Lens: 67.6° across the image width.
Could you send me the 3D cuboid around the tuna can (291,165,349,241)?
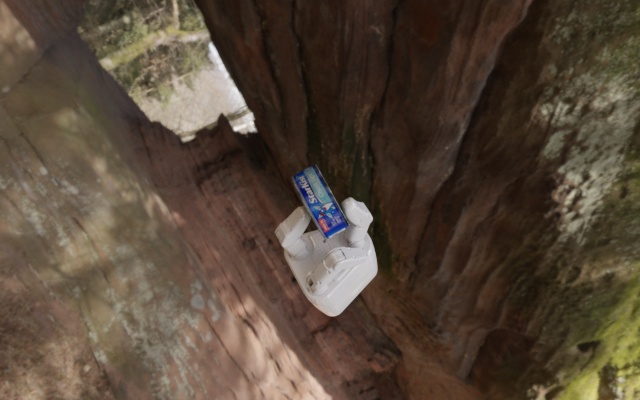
[{"bbox_3d":[0.001,0.002,0.561,0.034,0.086,0.086,-29,-1,1],"label":"tuna can"}]
